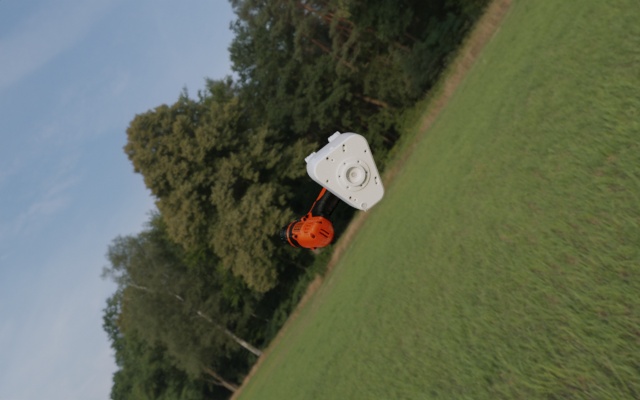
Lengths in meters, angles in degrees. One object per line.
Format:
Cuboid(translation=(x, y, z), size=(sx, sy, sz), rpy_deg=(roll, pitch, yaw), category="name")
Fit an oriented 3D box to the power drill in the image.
Cuboid(translation=(0.000, 0.002, 0.879), size=(0.057, 0.187, 0.184), rpy_deg=(31, -15, -21), category="power drill")
